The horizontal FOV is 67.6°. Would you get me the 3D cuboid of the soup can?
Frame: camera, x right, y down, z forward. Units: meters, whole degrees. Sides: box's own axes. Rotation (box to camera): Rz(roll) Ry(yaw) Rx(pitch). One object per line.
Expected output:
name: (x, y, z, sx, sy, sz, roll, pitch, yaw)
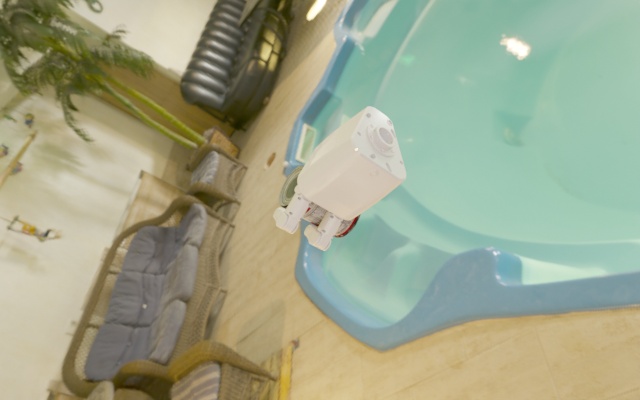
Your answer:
soup can: (0.000, 0.002, 0.686, 0.102, 0.068, 0.068, 30, -14, -26)
